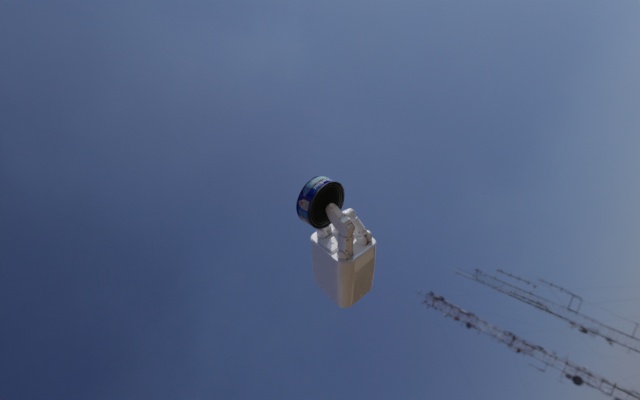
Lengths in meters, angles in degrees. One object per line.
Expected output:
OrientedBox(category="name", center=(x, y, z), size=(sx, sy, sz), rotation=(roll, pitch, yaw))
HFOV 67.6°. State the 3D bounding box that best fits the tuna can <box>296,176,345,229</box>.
OrientedBox(category="tuna can", center=(0.000, 0.002, 0.802), size=(0.033, 0.086, 0.086), rotation=(27, 17, 36))
